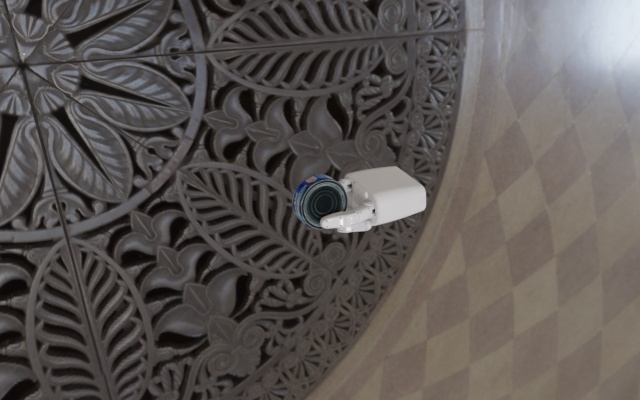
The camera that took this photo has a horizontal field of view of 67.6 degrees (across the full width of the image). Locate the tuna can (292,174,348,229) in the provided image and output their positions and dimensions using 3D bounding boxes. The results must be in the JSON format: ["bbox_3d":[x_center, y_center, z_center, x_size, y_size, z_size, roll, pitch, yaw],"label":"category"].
[{"bbox_3d":[0.000,0.003,0.766,0.086,0.086,0.033,0,16,-26],"label":"tuna can"}]
